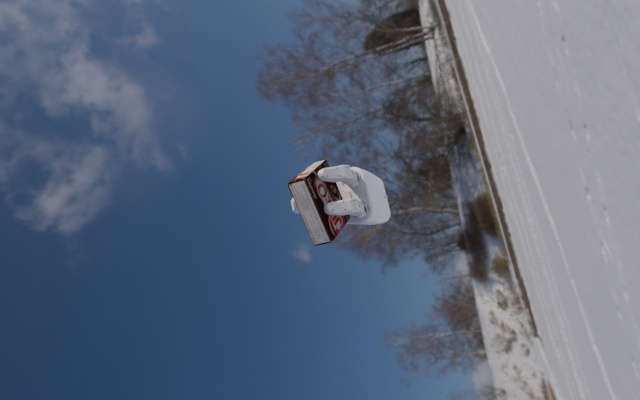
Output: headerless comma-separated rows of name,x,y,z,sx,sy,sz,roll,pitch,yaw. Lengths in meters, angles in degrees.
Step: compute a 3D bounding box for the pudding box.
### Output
pudding box,0.000,0.003,0.762,0.039,0.113,0.090,-18,15,29
